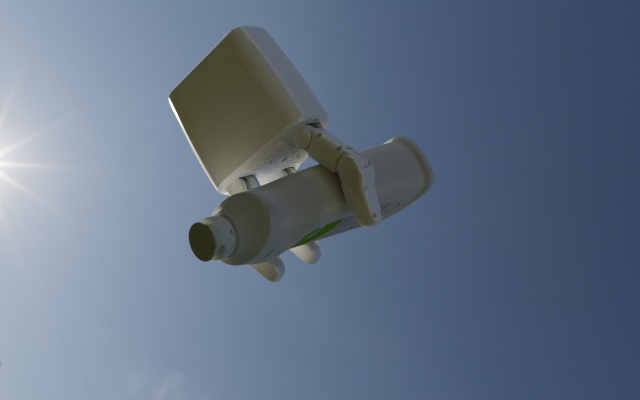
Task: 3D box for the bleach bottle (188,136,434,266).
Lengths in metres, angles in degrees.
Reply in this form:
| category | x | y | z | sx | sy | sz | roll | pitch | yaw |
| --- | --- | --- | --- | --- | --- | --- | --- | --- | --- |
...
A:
| category | x | y | z | sx | sy | sz | roll | pitch | yaw |
| --- | --- | --- | --- | --- | --- | --- | --- | --- | --- |
| bleach bottle | 0.000 | 0.001 | 0.417 | 0.103 | 0.068 | 0.251 | -40 | -15 | 37 |
